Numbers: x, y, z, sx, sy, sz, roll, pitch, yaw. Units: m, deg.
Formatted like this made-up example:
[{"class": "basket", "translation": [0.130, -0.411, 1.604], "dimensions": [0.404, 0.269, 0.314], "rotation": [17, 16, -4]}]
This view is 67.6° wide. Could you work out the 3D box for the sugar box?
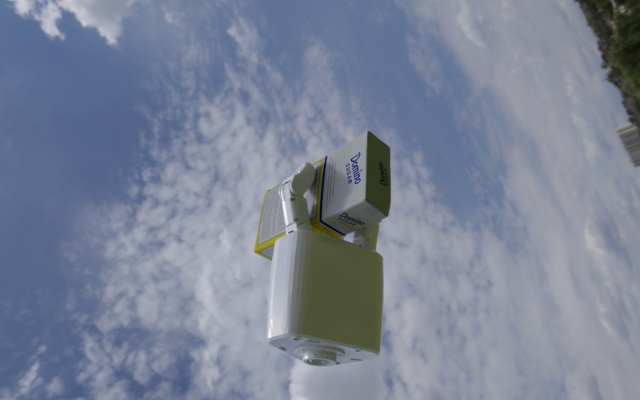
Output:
[{"class": "sugar box", "translation": [0.000, 0.002, 0.544], "dimensions": [0.176, 0.093, 0.048], "rotation": [-24, -44, 37]}]
